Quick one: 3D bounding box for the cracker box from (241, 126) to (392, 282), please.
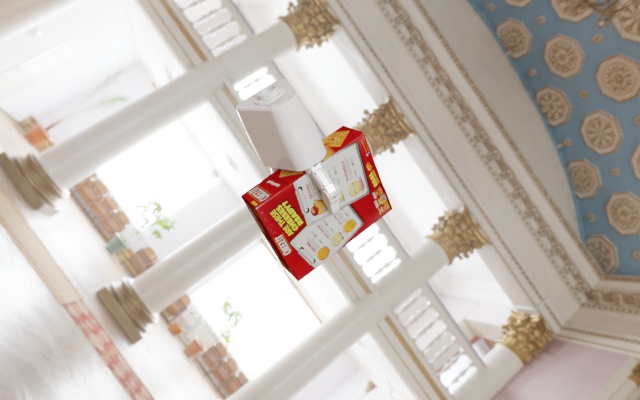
[{"bbox_3d":[0.000,0.003,0.793,0.213,0.164,0.072,-36,33,-15],"label":"cracker box"}]
